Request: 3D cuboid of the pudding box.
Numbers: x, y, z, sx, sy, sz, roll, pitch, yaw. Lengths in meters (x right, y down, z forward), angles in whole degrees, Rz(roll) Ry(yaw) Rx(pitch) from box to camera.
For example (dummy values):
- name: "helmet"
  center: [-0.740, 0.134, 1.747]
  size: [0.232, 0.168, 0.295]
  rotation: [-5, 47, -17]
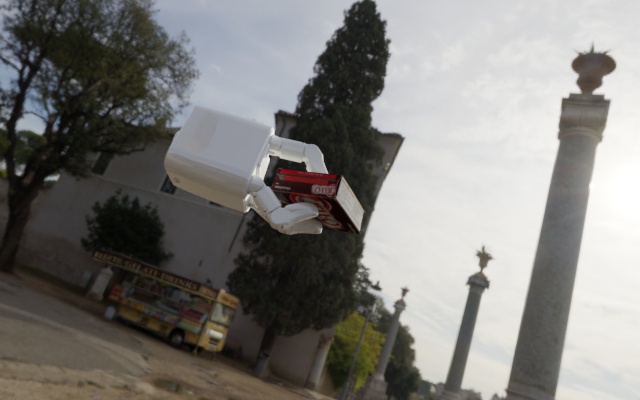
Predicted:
- name: "pudding box"
  center: [0.000, 0.002, 0.619]
  size: [0.090, 0.039, 0.113]
  rotation: [9, -20, 26]
